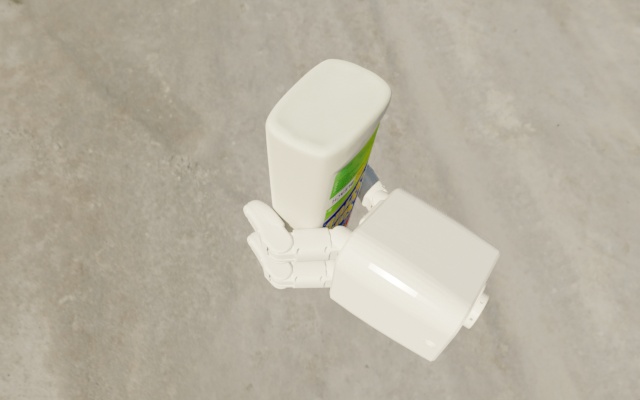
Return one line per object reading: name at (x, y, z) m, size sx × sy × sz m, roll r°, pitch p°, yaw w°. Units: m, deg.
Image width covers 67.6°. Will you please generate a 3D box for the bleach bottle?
bleach bottle at (0.000, 0.001, 0.444) m, size 0.068 × 0.102 × 0.251 m, roll 30°, pitch -31°, yaw 17°
